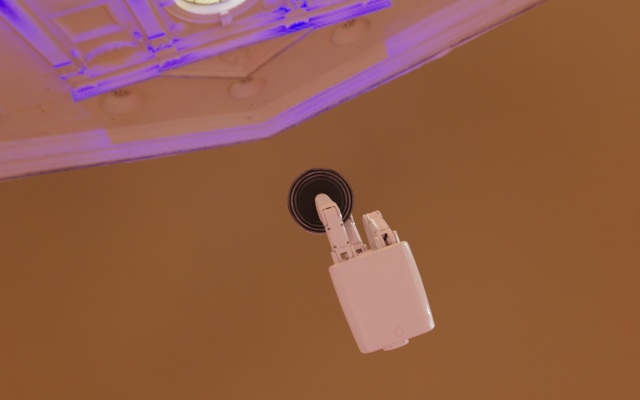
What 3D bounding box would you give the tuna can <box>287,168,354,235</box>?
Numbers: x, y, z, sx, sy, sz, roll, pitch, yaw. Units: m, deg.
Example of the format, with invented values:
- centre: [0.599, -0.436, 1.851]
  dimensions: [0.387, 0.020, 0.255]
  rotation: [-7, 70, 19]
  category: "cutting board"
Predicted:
- centre: [0.000, 0.002, 0.627]
  dimensions: [0.086, 0.086, 0.034]
  rotation: [0, -8, -1]
  category: "tuna can"
